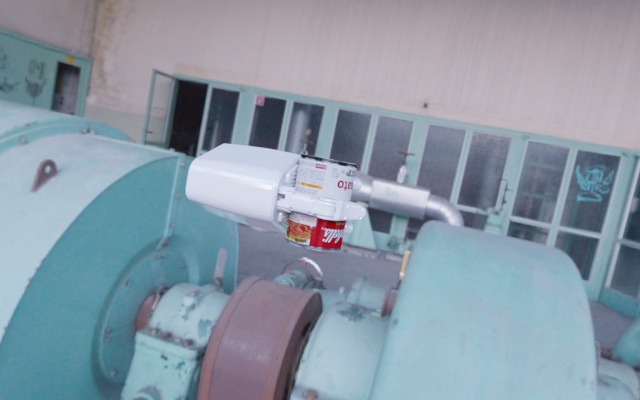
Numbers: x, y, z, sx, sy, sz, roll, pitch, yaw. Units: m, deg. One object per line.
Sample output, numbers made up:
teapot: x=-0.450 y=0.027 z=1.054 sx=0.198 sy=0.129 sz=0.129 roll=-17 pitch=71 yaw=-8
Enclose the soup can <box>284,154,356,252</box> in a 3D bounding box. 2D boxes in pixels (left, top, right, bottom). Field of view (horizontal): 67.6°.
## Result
soup can: x=0.001 y=0.002 z=0.555 sx=0.068 sy=0.102 sz=0.068 roll=11 pitch=5 yaw=-1
